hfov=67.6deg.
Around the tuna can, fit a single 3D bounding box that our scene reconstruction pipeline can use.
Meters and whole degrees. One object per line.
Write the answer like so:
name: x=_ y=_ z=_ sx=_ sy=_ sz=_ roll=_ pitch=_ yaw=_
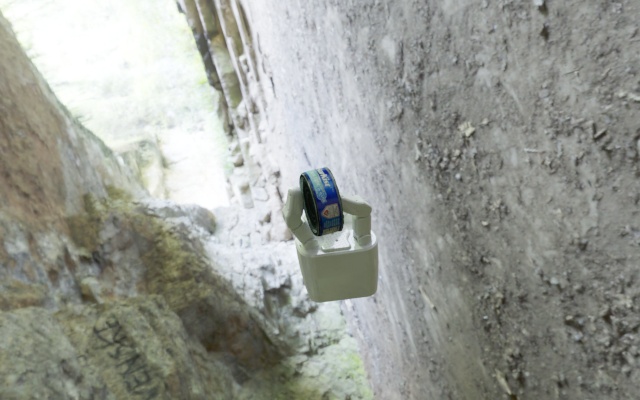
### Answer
tuna can: x=0.000 y=0.002 z=0.609 sx=0.034 sy=0.086 sz=0.086 roll=-14 pitch=3 yaw=-12
